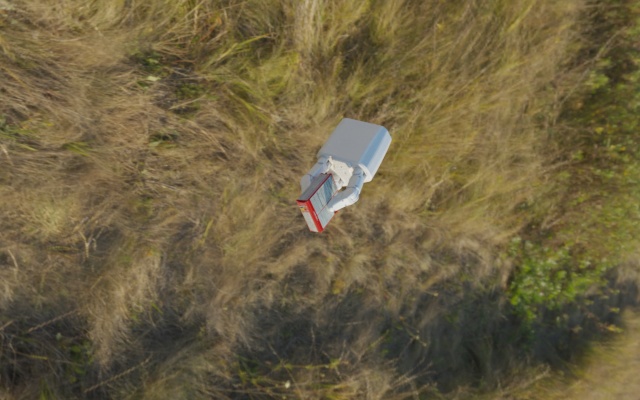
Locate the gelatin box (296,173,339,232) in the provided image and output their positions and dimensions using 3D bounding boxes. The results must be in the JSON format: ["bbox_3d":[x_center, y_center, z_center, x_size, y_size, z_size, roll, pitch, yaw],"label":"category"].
[{"bbox_3d":[0.000,0.003,0.885,0.030,0.073,0.089,3,40,37],"label":"gelatin box"}]
